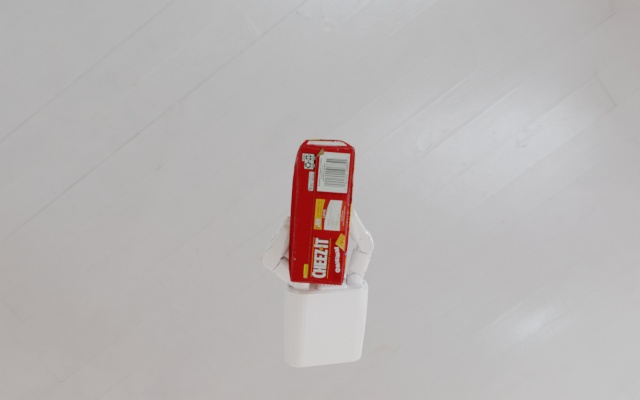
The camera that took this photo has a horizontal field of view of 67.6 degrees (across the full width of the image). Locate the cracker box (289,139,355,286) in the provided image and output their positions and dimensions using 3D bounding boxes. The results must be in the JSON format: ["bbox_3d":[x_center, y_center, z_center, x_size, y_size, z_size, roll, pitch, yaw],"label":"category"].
[{"bbox_3d":[0.000,0.002,0.646,0.072,0.164,0.213,4,9,-1],"label":"cracker box"}]
